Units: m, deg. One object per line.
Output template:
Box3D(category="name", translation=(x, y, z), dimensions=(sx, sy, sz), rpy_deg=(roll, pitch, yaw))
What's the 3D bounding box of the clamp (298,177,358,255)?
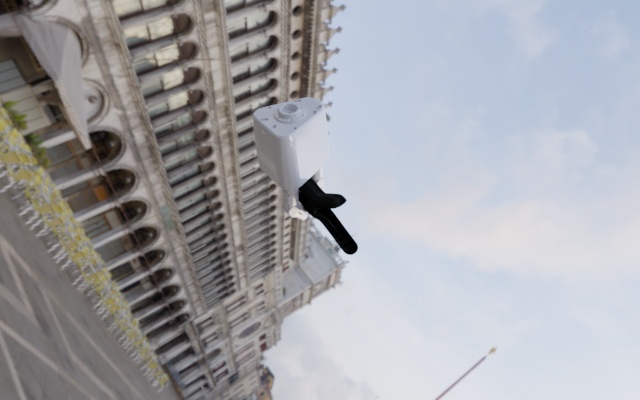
Box3D(category="clamp", translation=(0.001, 0.002, 0.777), dimensions=(0.039, 0.120, 0.171), rpy_deg=(-29, 50, -23))
